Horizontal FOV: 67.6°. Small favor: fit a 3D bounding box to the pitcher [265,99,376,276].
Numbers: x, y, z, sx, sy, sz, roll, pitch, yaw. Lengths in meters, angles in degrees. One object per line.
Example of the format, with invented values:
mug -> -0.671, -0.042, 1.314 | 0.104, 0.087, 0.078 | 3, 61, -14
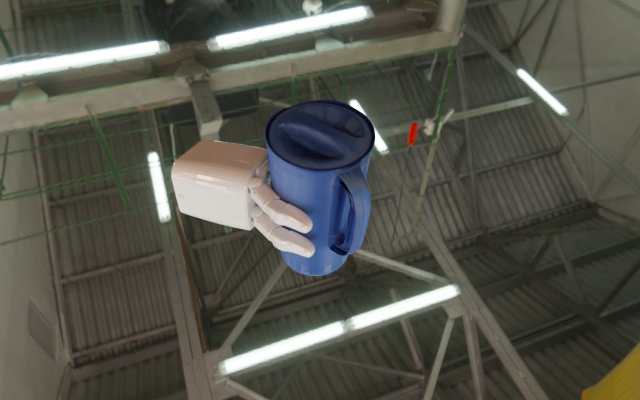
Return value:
pitcher -> 0.000, 0.002, 0.647 | 0.145, 0.149, 0.243 | 12, -42, 9
